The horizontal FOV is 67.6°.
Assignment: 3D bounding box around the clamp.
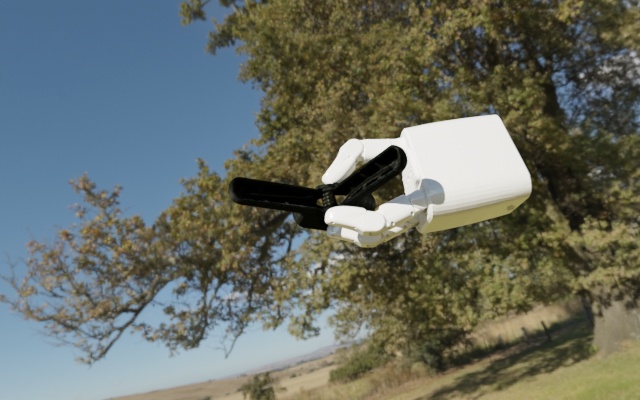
[{"bbox_3d":[0.000,0.001,0.513,0.164,0.036,0.210,-8,-17,0],"label":"clamp"}]
